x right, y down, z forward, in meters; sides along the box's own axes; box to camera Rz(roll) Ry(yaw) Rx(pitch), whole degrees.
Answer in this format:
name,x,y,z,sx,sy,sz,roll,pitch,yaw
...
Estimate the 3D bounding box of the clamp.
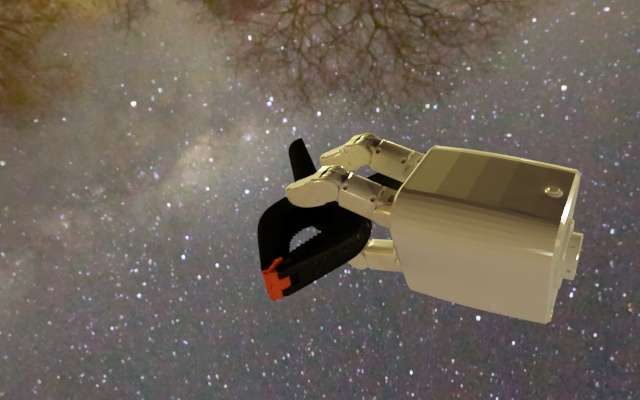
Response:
name,x,y,z,sx,sy,sz,roll,pitch,yaw
clamp,0.000,0.002,0.419,0.164,0.036,0.210,11,39,31
